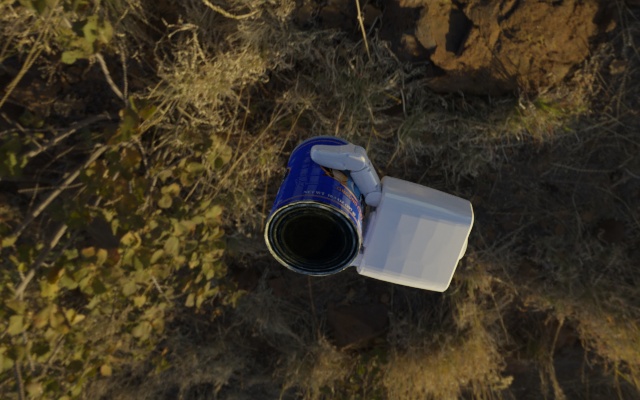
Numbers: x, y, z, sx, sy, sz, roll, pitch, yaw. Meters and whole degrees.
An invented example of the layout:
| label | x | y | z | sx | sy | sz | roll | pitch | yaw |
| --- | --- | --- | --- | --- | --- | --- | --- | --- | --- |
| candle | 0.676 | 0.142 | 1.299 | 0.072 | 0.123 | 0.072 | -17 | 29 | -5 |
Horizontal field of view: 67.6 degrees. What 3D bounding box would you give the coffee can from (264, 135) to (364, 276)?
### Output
| label | x | y | z | sx | sy | sz | roll | pitch | yaw |
| --- | --- | --- | --- | --- | --- | --- | --- | --- | --- |
| coffee can | 0.000 | 0.002 | 0.554 | 0.103 | 0.103 | 0.140 | 0 | 35 | 9 |
